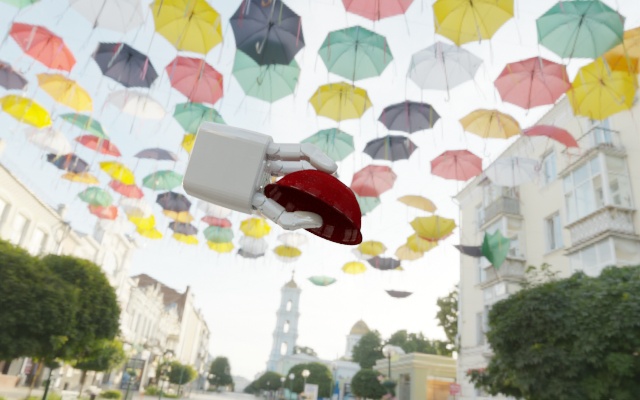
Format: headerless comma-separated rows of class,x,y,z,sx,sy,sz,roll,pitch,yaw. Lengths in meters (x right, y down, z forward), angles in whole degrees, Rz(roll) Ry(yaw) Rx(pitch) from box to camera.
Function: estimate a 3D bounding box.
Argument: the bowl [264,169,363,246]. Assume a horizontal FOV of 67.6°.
bowl,0.001,0.003,0.699,0.162,0.055,0.162,26,-20,10
